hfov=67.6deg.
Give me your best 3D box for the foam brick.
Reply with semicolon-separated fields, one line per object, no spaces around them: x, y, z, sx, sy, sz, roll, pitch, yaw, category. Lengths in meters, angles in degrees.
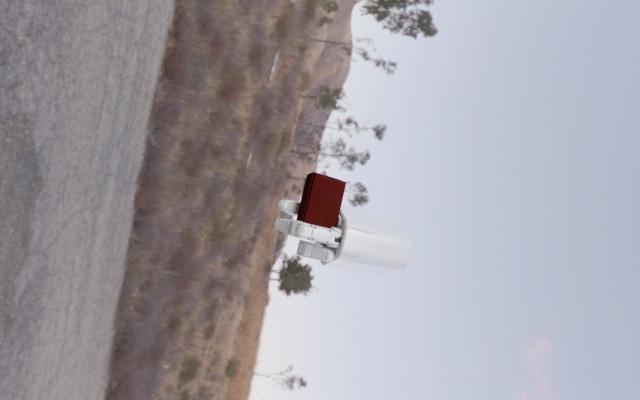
0.000;0.002;0.704;0.051;0.078;0.053;13;-1;-12;foam brick
